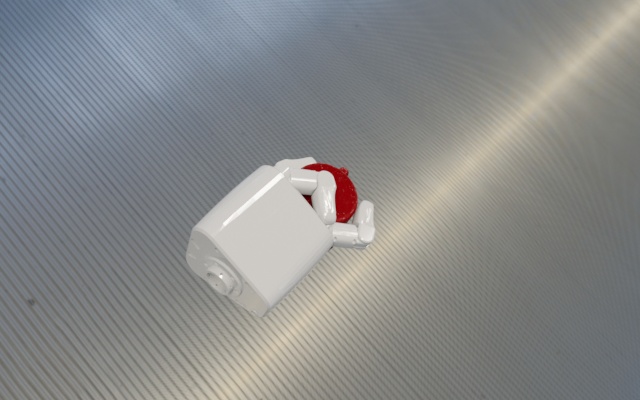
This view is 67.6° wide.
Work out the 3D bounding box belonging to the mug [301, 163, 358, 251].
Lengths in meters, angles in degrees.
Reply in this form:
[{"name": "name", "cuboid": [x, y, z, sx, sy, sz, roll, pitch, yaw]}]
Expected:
[{"name": "mug", "cuboid": [0.001, 0.001, 0.579, 0.117, 0.093, 0.081, -47, -5, -36]}]
